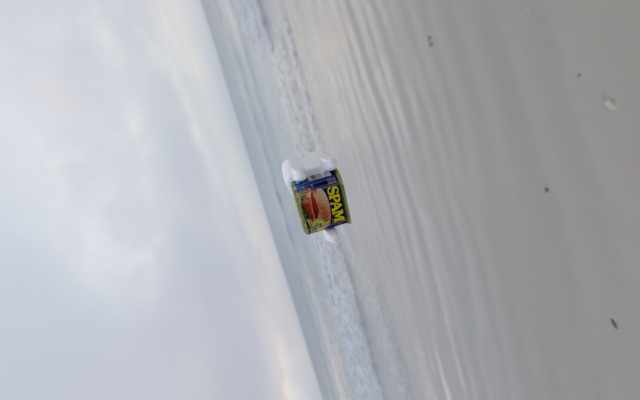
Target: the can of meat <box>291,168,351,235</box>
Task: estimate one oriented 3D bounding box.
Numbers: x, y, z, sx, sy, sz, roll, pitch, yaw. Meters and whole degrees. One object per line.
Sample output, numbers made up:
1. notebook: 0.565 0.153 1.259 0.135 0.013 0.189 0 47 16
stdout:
1. can of meat: 0.000 0.003 0.827 0.084 0.102 0.057 -16 27 -5
